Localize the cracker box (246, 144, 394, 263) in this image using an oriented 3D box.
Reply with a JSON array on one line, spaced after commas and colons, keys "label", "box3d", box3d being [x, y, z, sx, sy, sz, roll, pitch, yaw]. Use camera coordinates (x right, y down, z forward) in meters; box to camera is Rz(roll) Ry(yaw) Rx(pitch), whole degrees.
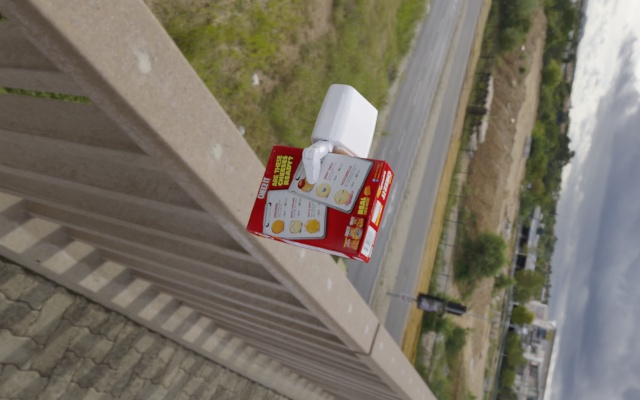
[{"label": "cracker box", "box3d": [0.000, 0.003, 0.815, 0.213, 0.164, 0.072, 11, -14, 25]}]
